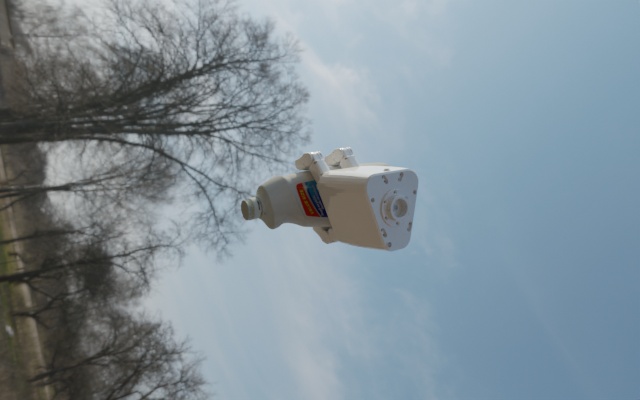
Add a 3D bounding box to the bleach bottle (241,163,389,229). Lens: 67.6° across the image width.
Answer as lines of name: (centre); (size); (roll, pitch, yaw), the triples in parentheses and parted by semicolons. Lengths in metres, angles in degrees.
bleach bottle: (0.000, 0.002, 0.735); (0.251, 0.102, 0.068); (-11, 9, -31)
